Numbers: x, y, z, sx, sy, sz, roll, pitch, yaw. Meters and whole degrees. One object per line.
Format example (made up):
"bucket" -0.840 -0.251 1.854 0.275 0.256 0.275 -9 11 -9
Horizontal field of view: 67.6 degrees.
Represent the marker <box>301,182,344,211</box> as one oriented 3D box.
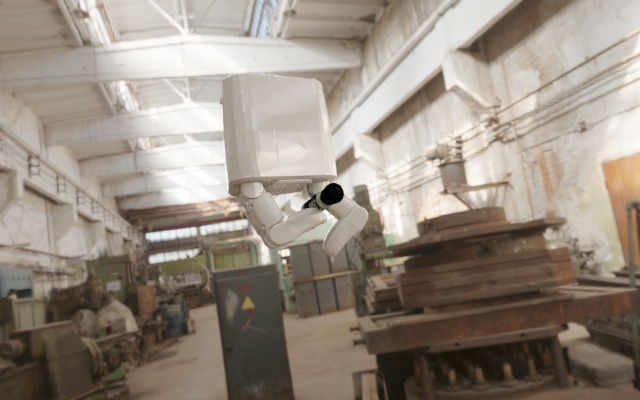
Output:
"marker" 0.000 0.002 0.468 0.020 0.020 0.121 0 -9 -12
